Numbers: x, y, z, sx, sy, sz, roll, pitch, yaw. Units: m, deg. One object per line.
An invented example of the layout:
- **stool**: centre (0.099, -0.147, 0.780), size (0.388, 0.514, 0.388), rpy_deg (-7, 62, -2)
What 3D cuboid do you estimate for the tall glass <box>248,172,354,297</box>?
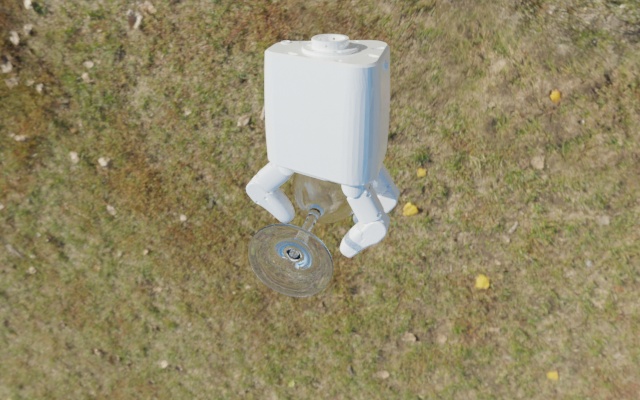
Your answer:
- **tall glass**: centre (0.000, 0.002, 0.476), size (0.079, 0.079, 0.201), rpy_deg (0, 30, 17)
